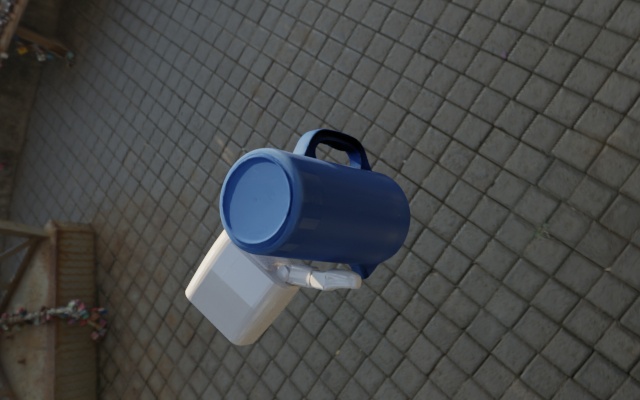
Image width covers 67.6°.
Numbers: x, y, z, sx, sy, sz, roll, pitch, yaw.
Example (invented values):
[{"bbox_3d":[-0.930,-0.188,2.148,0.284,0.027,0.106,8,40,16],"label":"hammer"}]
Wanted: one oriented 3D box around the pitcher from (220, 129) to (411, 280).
[{"bbox_3d":[0.000,0.002,0.570,0.149,0.145,0.243,47,19,28],"label":"pitcher"}]
